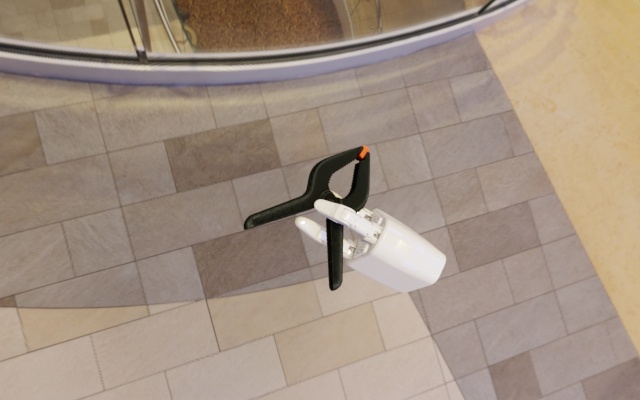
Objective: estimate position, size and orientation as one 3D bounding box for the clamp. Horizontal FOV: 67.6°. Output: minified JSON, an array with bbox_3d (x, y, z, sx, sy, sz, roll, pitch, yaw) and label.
[{"bbox_3d":[0.001,0.002,0.690,0.164,0.210,0.036,30,-12,-12],"label":"clamp"}]
